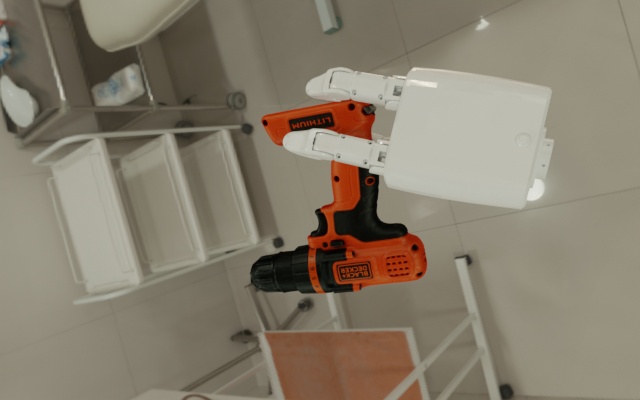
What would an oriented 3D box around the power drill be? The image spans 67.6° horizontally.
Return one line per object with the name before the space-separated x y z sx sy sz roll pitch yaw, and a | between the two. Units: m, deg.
power drill | 0.000 0.001 0.470 0.184 0.188 0.057 -9 13 16
